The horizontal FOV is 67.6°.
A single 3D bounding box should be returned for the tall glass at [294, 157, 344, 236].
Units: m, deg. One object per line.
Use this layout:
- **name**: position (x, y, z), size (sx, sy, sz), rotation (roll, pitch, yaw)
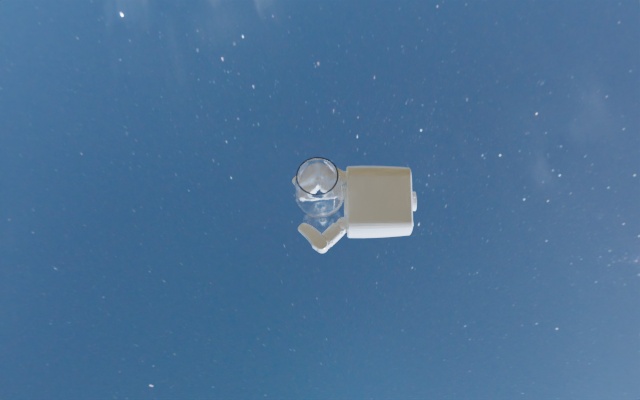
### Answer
- **tall glass**: position (0.000, 0.003, 0.780), size (0.079, 0.079, 0.201), rotation (0, -23, 3)
